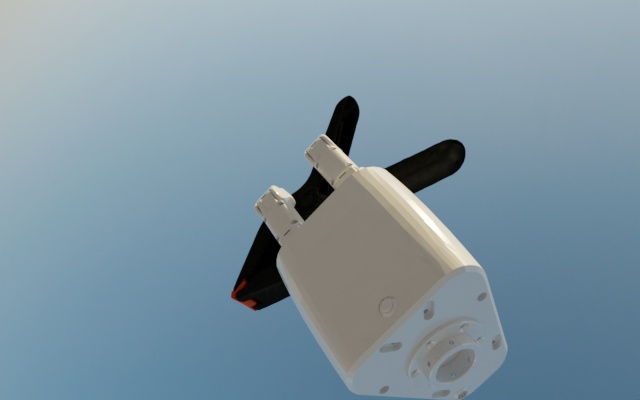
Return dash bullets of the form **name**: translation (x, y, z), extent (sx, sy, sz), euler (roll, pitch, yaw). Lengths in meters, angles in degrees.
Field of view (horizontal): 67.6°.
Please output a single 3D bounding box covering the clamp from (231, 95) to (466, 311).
- **clamp**: translation (0.000, 0.002, 0.404), extent (0.036, 0.210, 0.164), euler (40, 8, -34)
